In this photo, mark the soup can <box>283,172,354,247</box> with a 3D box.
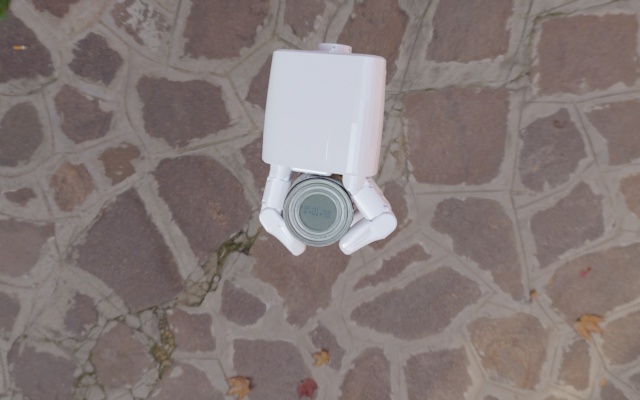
[{"bbox_3d":[0.000,0.002,0.487,0.068,0.068,0.102,0,11,3],"label":"soup can"}]
